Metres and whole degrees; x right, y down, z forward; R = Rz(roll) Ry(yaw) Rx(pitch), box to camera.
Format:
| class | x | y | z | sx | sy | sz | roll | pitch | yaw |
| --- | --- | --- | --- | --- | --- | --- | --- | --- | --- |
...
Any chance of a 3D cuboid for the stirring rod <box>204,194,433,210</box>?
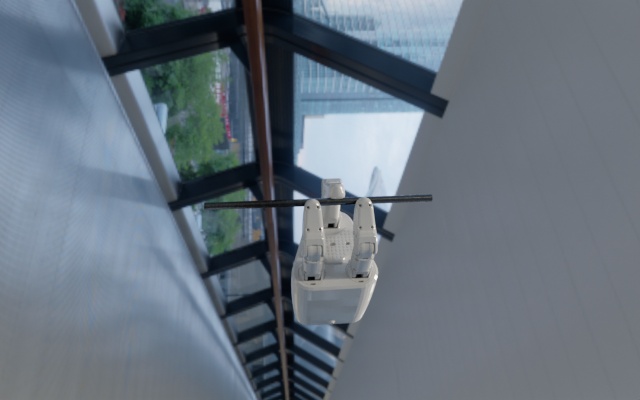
| class | x | y | z | sx | sy | sz | roll | pitch | yaw |
| --- | --- | --- | --- | --- | --- | --- | --- | --- | --- |
| stirring rod | 0.000 | 0.002 | 0.504 | 0.239 | 0.011 | 0.011 | -2 | 0 | -6 |
